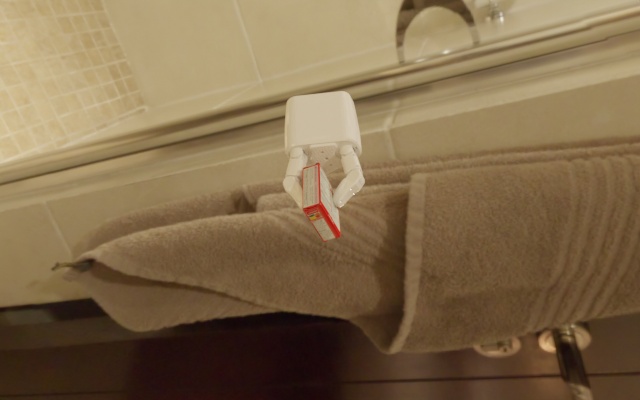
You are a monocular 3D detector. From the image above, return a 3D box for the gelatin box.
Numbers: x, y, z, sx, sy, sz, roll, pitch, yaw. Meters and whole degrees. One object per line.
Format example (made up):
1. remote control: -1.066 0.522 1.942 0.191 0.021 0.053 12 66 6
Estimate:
1. gelatin box: 0.001 0.002 0.680 0.030 0.089 0.073 -18 -48 14
